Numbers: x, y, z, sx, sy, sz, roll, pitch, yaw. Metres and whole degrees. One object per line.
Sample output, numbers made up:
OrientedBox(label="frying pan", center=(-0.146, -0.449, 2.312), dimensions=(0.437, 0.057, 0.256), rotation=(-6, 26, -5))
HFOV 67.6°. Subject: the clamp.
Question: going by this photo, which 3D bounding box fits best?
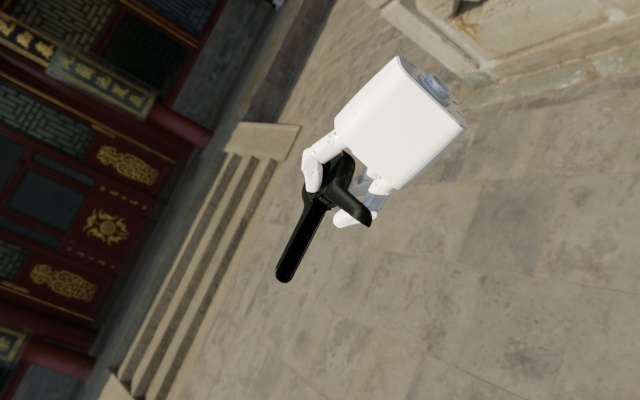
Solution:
OrientedBox(label="clamp", center=(0.000, 0.001, 0.630), dimensions=(0.036, 0.209, 0.165), rotation=(34, -58, -24))
